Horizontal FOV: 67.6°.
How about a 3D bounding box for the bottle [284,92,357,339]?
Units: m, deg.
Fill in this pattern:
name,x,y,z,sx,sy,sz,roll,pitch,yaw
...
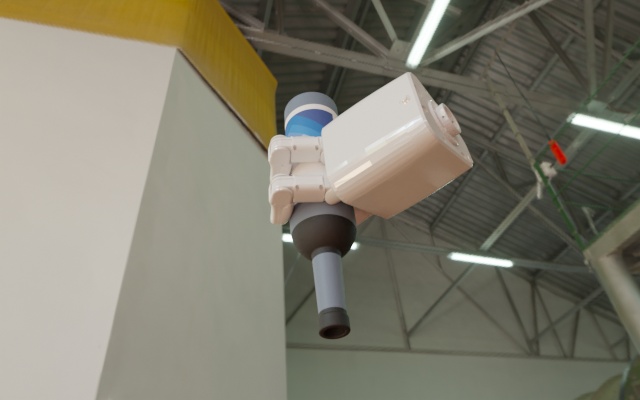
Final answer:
name,x,y,z,sx,sy,sz,roll,pitch,yaw
bottle,0.000,0.001,0.500,0.069,0.295,0.069,-4,-41,-3
